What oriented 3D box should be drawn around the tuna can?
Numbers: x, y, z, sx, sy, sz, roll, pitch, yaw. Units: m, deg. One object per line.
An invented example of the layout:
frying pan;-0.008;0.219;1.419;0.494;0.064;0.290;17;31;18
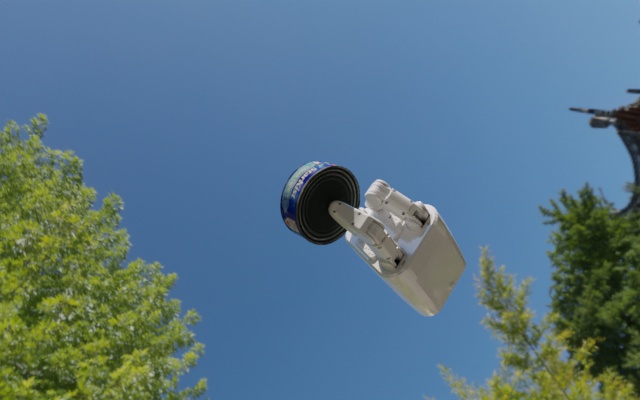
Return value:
tuna can;0.000;0.001;0.507;0.086;0.086;0.033;0;15;-41
